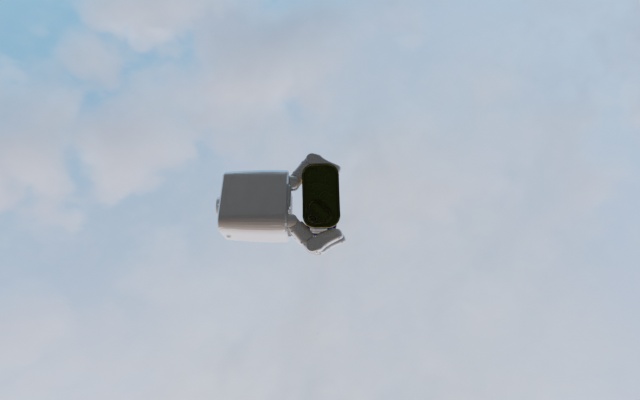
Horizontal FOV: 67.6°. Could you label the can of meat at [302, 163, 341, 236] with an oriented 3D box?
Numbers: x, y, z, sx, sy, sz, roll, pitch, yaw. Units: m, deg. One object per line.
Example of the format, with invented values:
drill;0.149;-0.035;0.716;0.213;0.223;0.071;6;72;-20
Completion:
can of meat;0.000;0.002;0.762;0.057;0.102;0.084;-1;-15;-1
